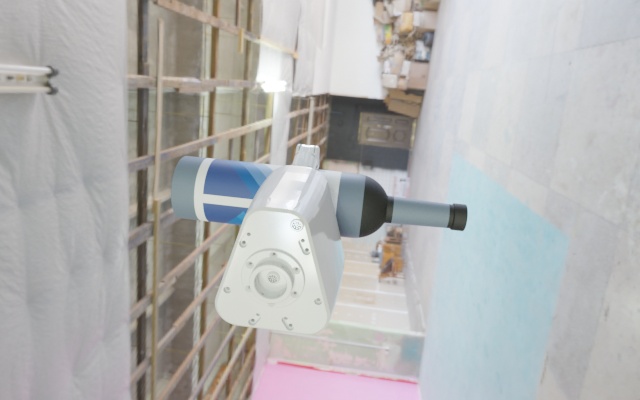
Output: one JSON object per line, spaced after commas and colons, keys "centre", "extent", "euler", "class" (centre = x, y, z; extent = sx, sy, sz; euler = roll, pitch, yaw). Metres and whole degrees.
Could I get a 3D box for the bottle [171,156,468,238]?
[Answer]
{"centre": [0.000, 0.002, 0.495], "extent": [0.296, 0.069, 0.069], "euler": [6, 0, 5], "class": "bottle"}
